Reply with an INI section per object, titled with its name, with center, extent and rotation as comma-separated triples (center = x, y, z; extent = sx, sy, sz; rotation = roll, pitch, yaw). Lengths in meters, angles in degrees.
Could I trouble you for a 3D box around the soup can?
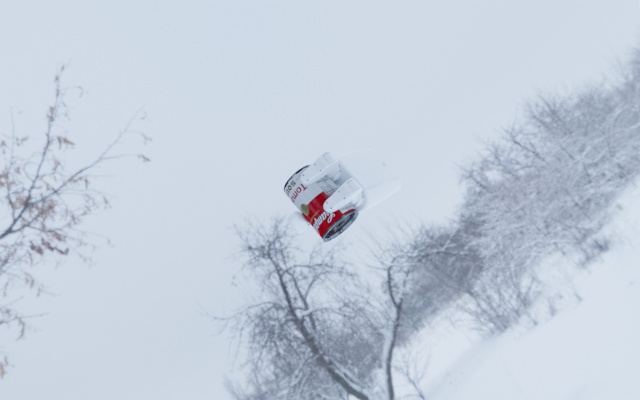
[soup can]
center = 0.000, 0.002, 0.721
extent = 0.068, 0.102, 0.068
rotation = -36, -17, -13
